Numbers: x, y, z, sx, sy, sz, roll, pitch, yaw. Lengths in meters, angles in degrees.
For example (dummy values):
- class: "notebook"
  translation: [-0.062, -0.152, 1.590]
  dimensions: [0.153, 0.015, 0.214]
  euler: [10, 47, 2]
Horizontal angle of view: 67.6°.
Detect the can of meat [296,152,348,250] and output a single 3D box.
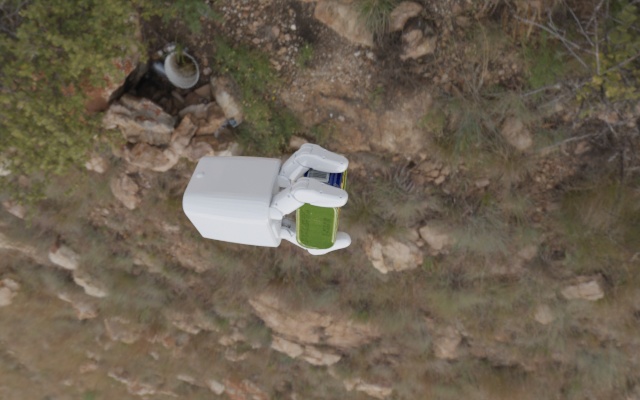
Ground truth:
- class: "can of meat"
  translation: [0.000, 0.002, 0.614]
  dimensions: [0.057, 0.084, 0.102]
  euler: [7, -43, 4]
